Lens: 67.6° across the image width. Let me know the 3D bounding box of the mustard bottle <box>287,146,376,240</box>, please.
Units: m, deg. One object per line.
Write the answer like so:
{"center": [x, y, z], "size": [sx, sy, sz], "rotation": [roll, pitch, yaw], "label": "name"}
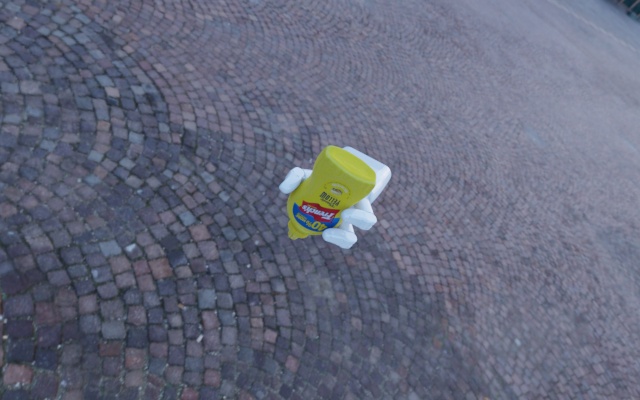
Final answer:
{"center": [0.000, 0.003, 0.780], "size": [0.096, 0.058, 0.192], "rotation": [28, -51, -16], "label": "mustard bottle"}
